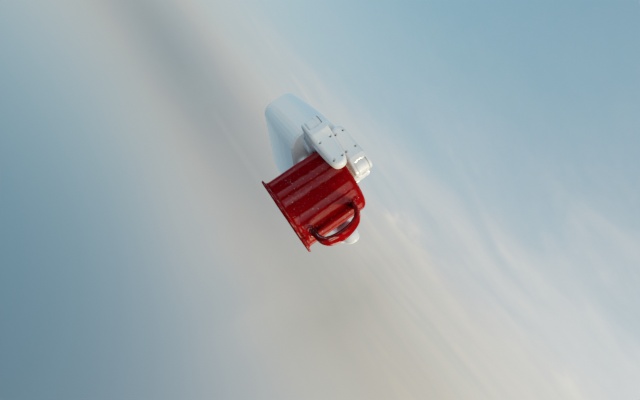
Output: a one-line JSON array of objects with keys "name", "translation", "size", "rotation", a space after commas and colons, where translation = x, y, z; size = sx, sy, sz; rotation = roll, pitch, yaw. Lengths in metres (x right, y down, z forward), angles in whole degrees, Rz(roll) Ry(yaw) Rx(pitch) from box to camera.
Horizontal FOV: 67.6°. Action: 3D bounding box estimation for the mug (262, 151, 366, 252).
[{"name": "mug", "translation": [0.001, 0.002, 0.512], "size": [0.081, 0.093, 0.117], "rotation": [-34, 42, -5]}]
